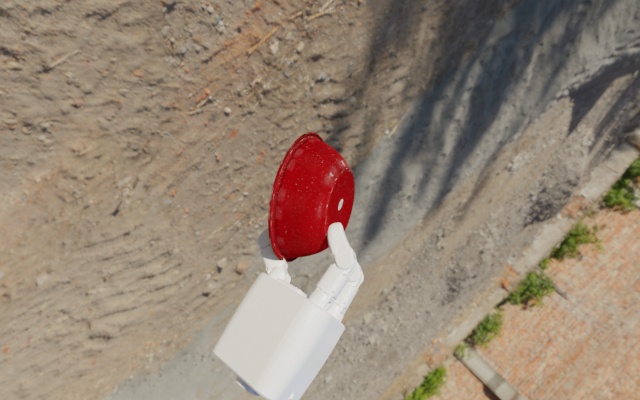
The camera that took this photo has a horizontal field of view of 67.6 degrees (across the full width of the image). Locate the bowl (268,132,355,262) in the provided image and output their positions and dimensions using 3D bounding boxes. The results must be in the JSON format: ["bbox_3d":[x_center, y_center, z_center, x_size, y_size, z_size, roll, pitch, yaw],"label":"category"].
[{"bbox_3d":[0.001,0.001,0.576,0.055,0.162,0.162,12,4,21],"label":"bowl"}]
